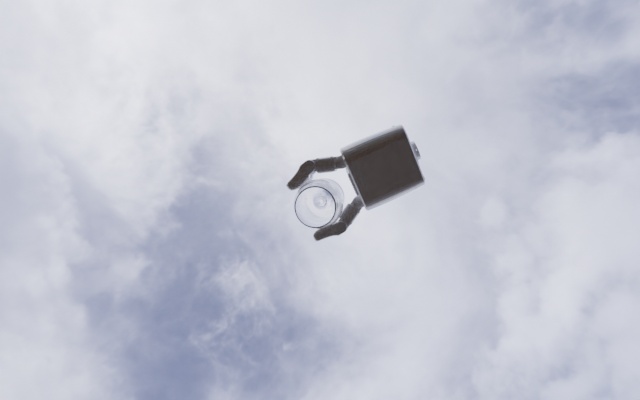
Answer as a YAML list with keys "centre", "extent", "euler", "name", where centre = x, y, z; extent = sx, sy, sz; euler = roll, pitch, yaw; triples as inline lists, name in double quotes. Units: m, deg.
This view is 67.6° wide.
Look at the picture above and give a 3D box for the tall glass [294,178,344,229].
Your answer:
- centre: [0.000, 0.003, 0.793]
  extent: [0.079, 0.079, 0.201]
  euler: [0, 4, 5]
  name: "tall glass"
